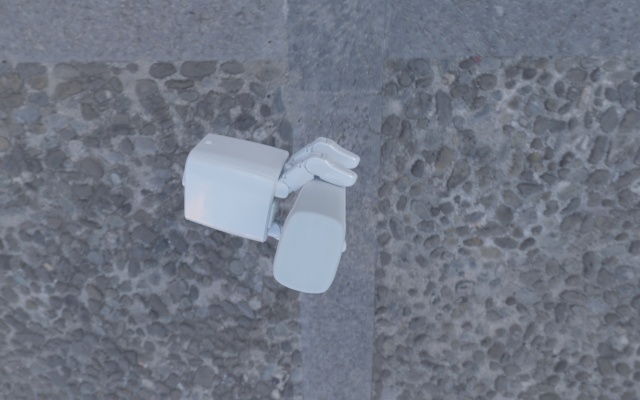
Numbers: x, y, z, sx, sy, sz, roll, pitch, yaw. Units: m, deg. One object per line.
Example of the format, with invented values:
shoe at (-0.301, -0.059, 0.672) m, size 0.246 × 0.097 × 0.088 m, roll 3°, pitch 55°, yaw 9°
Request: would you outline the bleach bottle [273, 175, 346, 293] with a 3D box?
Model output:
bleach bottle at (0.000, 0.002, 0.606) m, size 0.068 × 0.103 × 0.250 m, roll 16°, pitch 26°, yaw -1°
